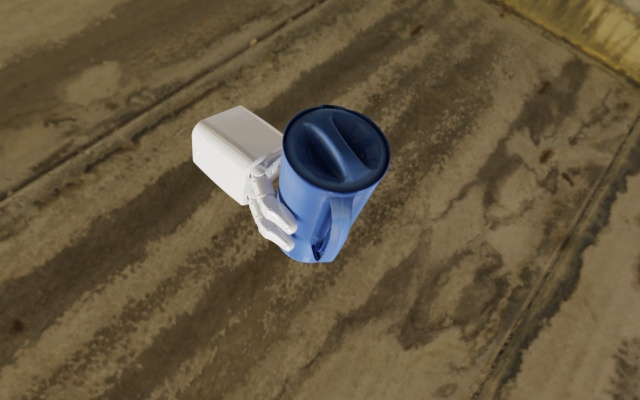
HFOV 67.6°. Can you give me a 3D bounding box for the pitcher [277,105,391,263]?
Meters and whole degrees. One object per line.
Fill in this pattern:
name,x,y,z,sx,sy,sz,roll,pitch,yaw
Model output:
pitcher,0.000,0.002,0.664,0.149,0.145,0.243,-44,-15,-30
